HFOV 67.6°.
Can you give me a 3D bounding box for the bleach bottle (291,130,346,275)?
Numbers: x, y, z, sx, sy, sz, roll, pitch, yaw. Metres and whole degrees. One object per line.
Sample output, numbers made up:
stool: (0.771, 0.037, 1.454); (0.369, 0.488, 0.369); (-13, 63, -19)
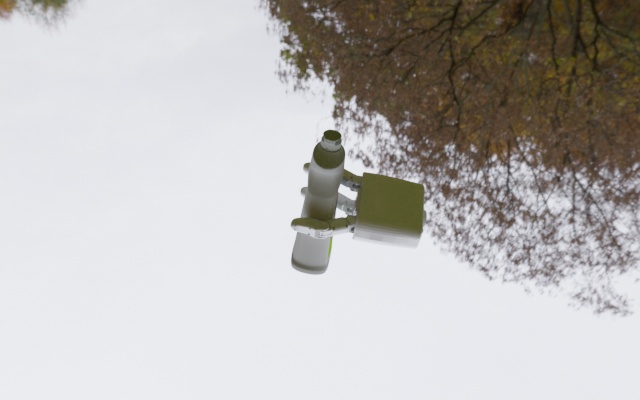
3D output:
bleach bottle: (0.000, 0.002, 0.773); (0.068, 0.251, 0.102); (11, 41, 1)
